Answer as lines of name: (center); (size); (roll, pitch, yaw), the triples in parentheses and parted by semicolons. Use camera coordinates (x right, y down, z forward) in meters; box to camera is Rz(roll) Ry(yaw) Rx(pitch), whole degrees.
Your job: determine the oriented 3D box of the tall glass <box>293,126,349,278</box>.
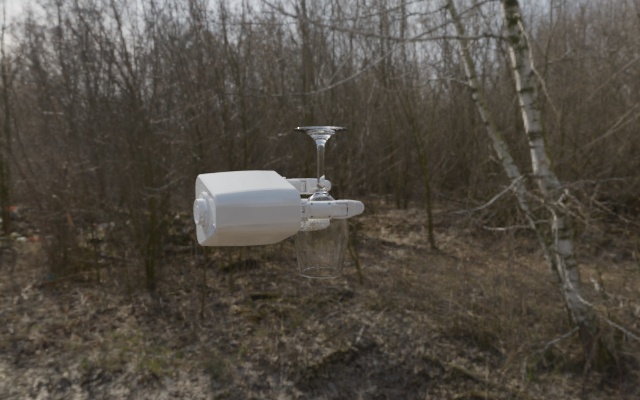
tall glass: (0.000, 0.001, 0.657); (0.079, 0.201, 0.079); (0, 4, 0)
